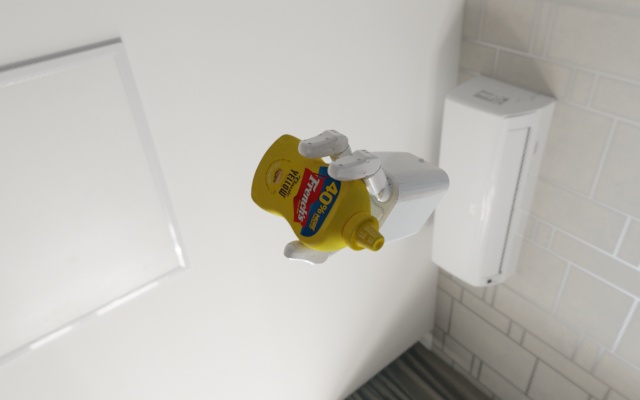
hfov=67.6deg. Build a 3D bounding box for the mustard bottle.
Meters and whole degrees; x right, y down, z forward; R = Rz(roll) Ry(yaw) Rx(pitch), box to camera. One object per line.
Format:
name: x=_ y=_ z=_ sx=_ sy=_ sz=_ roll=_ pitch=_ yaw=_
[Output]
mustard bottle: x=0.000 y=0.002 z=0.534 sx=0.058 sy=0.096 sz=0.191 roll=22 pitch=10 yaw=-48
